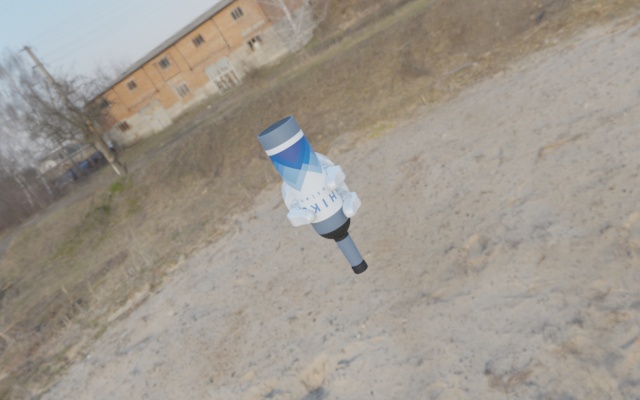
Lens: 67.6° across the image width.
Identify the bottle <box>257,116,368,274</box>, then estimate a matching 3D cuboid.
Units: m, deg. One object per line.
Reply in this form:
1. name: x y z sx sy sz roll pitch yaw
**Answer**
1. bottle: 0.000 0.002 0.800 0.069 0.296 0.069 -28 19 10
